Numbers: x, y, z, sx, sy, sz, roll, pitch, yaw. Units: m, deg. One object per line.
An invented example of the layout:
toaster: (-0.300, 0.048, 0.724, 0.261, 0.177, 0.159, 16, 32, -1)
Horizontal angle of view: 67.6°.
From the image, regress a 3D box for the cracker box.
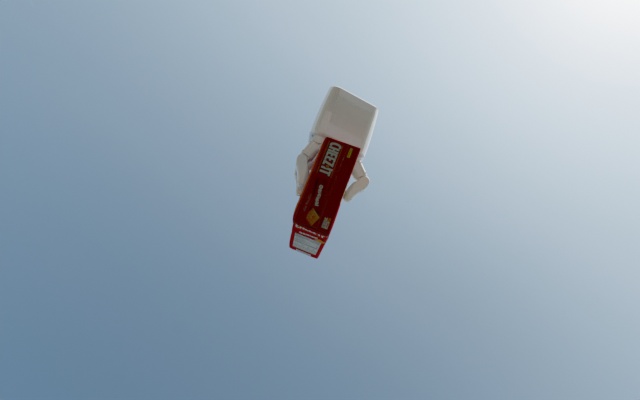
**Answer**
cracker box: (0.000, 0.003, 0.872, 0.072, 0.164, 0.214, 20, -17, 1)
